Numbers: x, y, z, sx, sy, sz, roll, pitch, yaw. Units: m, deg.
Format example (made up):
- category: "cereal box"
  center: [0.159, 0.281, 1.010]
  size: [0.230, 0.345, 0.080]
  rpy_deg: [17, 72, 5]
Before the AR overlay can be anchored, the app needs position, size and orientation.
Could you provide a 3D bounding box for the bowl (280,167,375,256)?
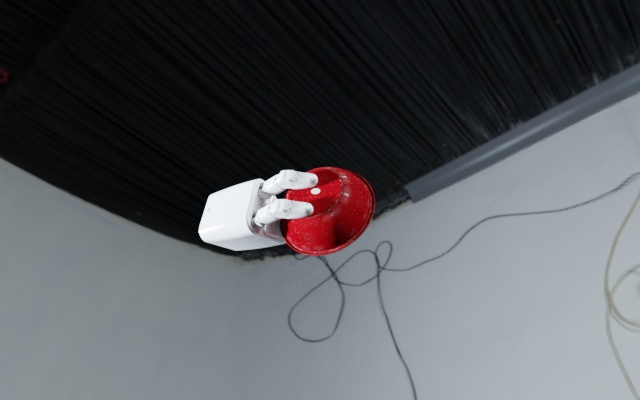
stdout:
- category: "bowl"
  center: [0.001, 0.002, 0.741]
  size: [0.162, 0.162, 0.055]
  rpy_deg: [0, -34, 25]
